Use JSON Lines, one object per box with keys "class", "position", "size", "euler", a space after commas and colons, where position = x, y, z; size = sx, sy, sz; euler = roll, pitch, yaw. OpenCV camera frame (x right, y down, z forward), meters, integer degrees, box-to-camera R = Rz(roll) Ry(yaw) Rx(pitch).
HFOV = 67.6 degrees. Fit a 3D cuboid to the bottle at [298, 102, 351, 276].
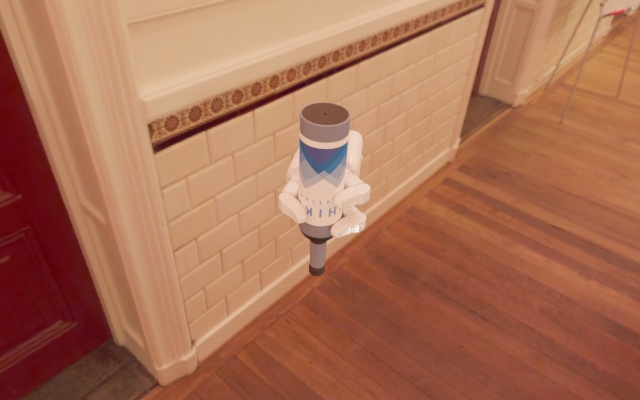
{"class": "bottle", "position": [0.000, 0.002, 0.714], "size": [0.069, 0.296, 0.069], "euler": [2, 38, -2]}
